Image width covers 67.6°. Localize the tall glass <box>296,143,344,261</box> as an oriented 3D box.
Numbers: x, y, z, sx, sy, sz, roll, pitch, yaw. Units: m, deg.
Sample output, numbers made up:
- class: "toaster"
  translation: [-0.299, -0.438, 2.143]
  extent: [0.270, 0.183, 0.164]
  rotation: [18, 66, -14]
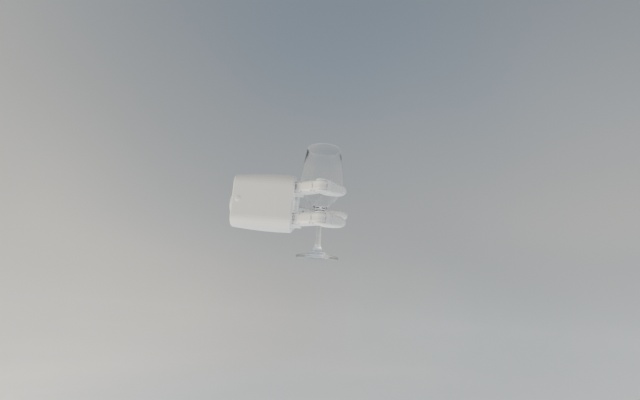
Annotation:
- class: "tall glass"
  translation: [0.000, 0.003, 0.848]
  extent: [0.079, 0.201, 0.079]
  rotation: [4, -13, 1]
